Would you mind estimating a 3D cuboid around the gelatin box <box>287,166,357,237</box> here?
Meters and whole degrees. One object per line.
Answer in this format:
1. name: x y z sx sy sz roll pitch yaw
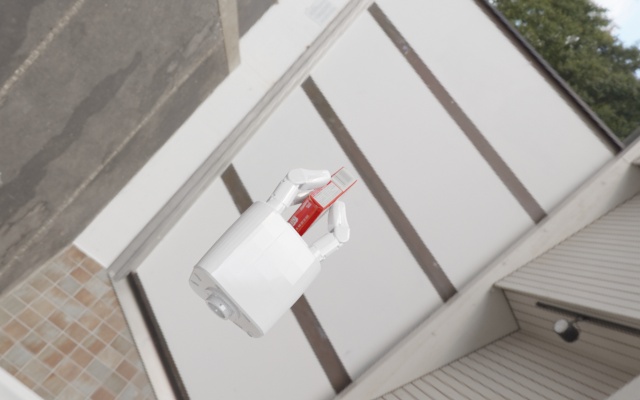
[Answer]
1. gelatin box: 0.001 0.002 0.631 0.089 0.030 0.073 -40 -6 -44
